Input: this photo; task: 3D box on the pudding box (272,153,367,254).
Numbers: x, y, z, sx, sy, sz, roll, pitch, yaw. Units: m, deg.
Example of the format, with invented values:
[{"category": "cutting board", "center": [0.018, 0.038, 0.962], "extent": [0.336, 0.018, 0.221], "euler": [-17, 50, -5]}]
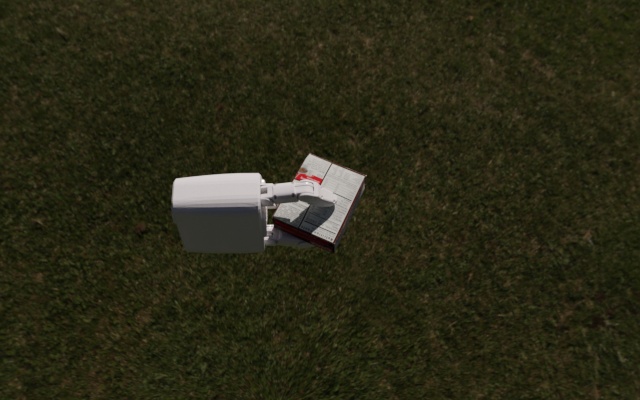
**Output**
[{"category": "pudding box", "center": [0.000, 0.002, 0.636], "extent": [0.090, 0.113, 0.039], "euler": [23, -22, 10]}]
